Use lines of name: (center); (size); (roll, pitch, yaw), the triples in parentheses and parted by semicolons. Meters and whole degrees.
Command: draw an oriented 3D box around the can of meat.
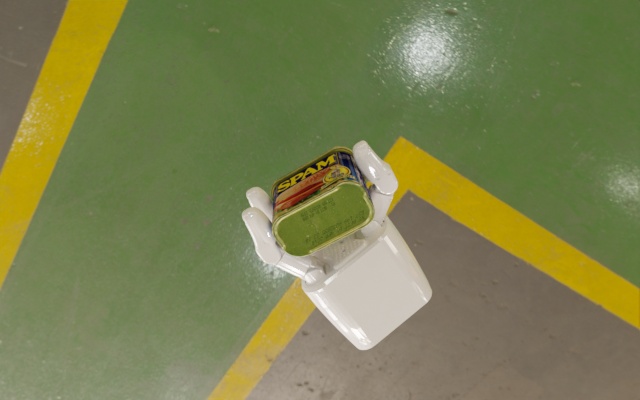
can of meat: (0.000, 0.002, 0.475); (0.102, 0.057, 0.084); (-29, 25, 10)
